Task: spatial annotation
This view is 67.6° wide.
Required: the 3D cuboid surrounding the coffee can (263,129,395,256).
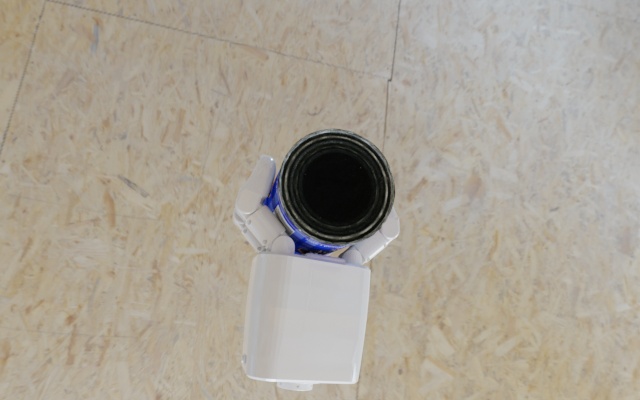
[{"bbox_3d":[0.000,0.001,0.469,0.103,0.102,0.140,0,-12,-13],"label":"coffee can"}]
